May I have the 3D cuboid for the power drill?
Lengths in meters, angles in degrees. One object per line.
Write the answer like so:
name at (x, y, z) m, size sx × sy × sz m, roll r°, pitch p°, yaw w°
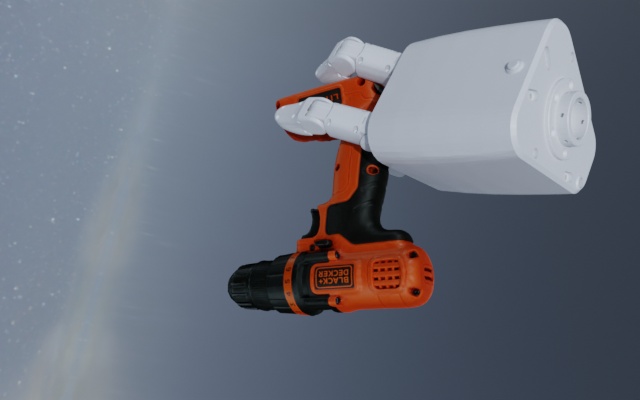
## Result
power drill at (0.000, 0.001, 0.404) m, size 0.184 × 0.187 × 0.057 m, roll -8°, pitch -16°, yaw 29°
